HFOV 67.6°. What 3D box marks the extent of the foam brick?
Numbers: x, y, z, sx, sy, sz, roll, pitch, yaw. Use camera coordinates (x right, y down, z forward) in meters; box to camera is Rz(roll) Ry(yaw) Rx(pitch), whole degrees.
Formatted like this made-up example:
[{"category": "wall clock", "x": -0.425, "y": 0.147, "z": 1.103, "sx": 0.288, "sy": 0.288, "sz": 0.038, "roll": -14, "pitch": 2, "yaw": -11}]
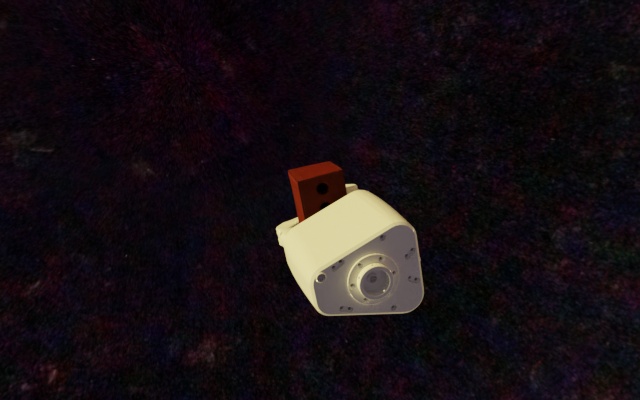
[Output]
[{"category": "foam brick", "x": 0.000, "y": 0.001, "z": 0.533, "sx": 0.053, "sy": 0.078, "sz": 0.051, "roll": -15, "pitch": 18, "yaw": -11}]
